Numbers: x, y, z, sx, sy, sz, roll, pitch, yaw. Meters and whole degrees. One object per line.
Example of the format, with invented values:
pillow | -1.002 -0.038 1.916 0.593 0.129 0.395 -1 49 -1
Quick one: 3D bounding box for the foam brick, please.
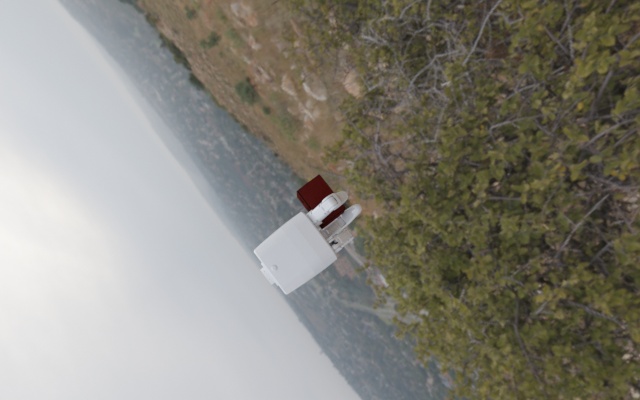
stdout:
foam brick | 0.000 0.002 0.837 0.051 0.078 0.053 -37 -7 -7
